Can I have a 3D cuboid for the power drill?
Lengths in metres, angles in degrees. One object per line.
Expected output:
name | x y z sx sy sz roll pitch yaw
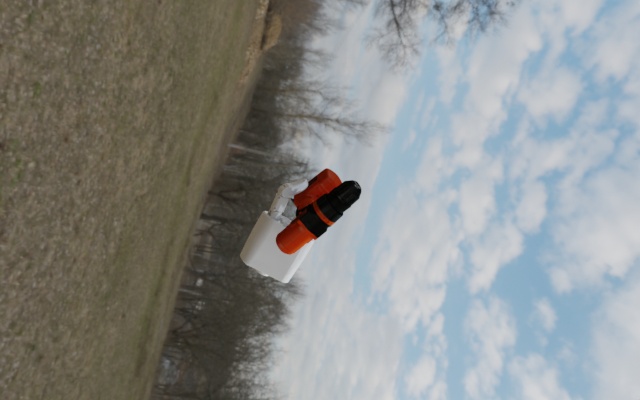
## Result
power drill | 0.000 0.003 0.893 0.184 0.057 0.187 -38 13 17
